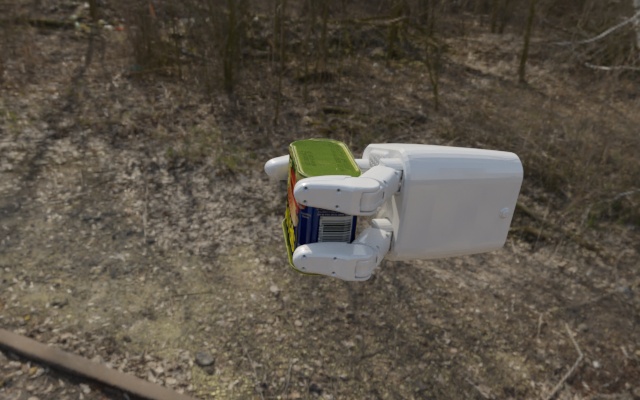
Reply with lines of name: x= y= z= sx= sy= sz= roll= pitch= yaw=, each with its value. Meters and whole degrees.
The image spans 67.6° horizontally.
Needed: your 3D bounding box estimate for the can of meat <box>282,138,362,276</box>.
can of meat: x=0.000 y=0.001 z=0.409 sx=0.057 sy=0.084 sz=0.102 roll=0 pitch=26 yaw=-10
